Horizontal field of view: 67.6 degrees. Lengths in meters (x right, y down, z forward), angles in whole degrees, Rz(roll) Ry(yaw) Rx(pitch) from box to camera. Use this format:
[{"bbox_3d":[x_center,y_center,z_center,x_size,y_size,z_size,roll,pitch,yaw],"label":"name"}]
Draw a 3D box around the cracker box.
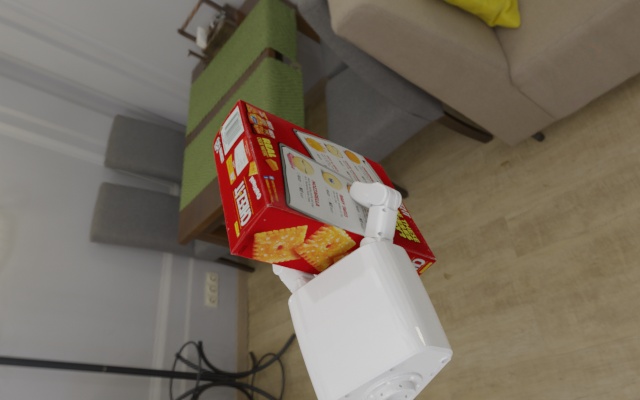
[{"bbox_3d":[0.000,0.001,0.505,0.214,0.072,0.164,20,32,-35],"label":"cracker box"}]
